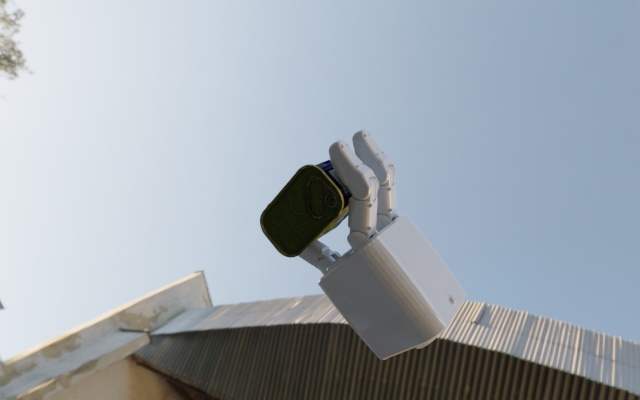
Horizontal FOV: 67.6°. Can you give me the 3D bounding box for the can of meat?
[{"bbox_3d":[0.000,0.002,0.489,0.102,0.057,0.084,-47,-11,33],"label":"can of meat"}]
